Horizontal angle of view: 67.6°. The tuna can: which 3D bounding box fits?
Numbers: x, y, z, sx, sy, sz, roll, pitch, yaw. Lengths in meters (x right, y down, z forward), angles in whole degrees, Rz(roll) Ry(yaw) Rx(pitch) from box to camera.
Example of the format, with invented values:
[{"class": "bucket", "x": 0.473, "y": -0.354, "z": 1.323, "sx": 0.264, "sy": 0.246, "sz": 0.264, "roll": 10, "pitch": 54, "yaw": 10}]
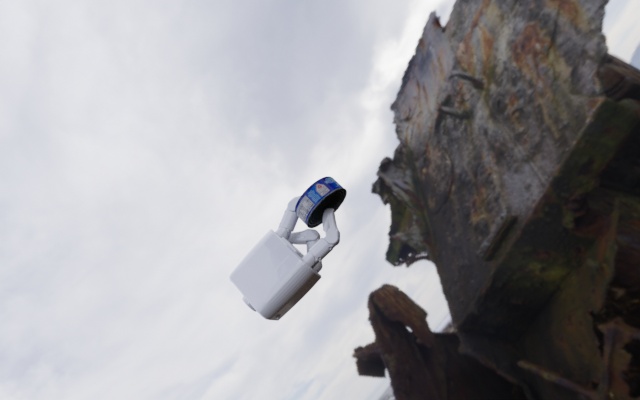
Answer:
[{"class": "tuna can", "x": 0.000, "y": 0.002, "z": 0.768, "sx": 0.033, "sy": 0.086, "sz": 0.086, "roll": 45, "pitch": 19, "yaw": 20}]
